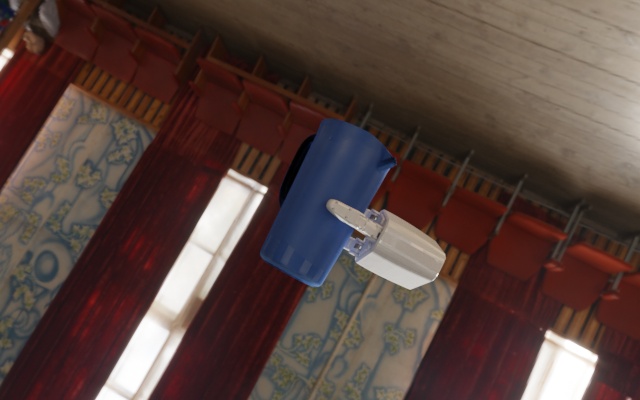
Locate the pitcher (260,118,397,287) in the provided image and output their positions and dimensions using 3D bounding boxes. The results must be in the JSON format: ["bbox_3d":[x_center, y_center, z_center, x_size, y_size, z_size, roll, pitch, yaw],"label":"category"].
[{"bbox_3d":[0.000,0.003,0.752,0.145,0.243,0.149,29,-7,-4],"label":"pitcher"}]
